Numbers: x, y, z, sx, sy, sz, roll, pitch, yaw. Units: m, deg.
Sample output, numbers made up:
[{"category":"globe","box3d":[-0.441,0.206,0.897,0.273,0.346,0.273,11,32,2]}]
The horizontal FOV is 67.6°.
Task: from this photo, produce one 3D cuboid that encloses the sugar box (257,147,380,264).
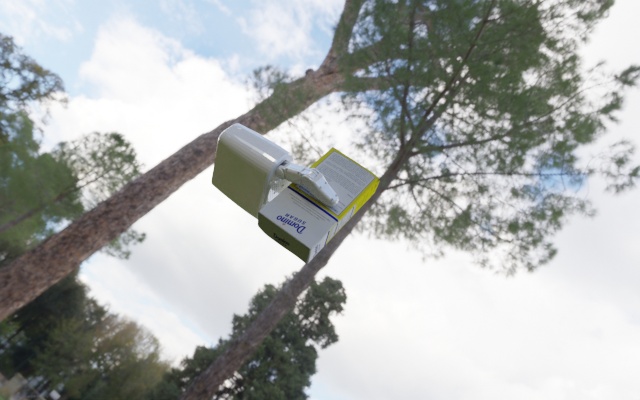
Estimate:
[{"category":"sugar box","box3d":[0.000,0.002,0.692,0.093,0.048,0.176,35,56,17]}]
